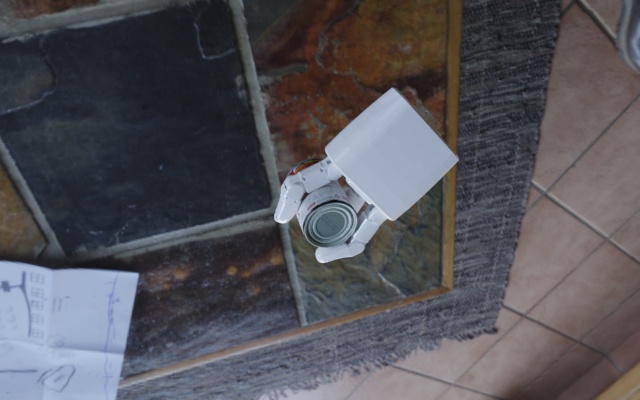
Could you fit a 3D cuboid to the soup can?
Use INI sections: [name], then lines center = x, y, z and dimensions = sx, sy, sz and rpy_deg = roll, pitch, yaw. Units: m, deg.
[soup can]
center = 0.000, 0.002, 0.587
dimensions = 0.068, 0.068, 0.102
rpy_deg = 0, 33, -17
